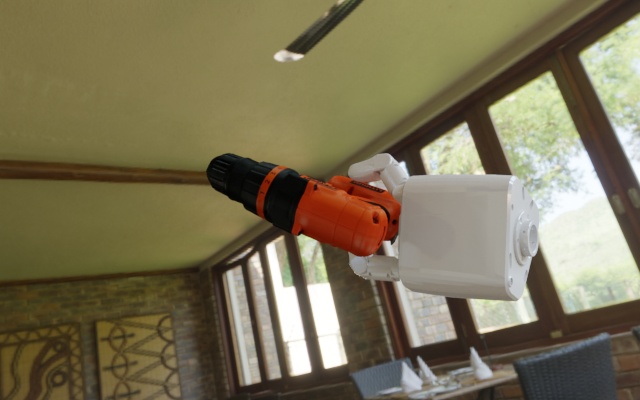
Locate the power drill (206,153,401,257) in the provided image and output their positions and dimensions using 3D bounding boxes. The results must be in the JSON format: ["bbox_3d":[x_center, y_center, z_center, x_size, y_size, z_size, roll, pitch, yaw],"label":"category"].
[{"bbox_3d":[0.001,0.002,0.492,0.184,0.057,0.187,24,10,23],"label":"power drill"}]
